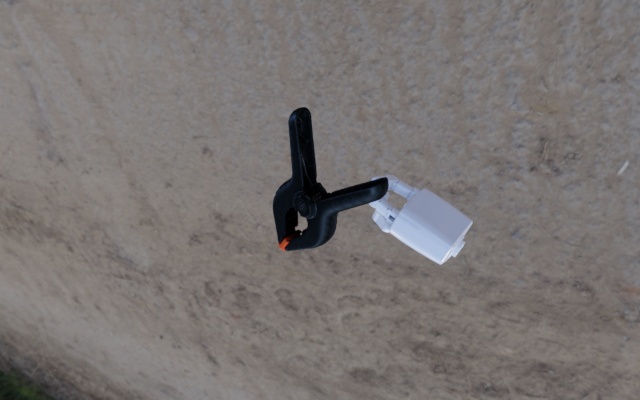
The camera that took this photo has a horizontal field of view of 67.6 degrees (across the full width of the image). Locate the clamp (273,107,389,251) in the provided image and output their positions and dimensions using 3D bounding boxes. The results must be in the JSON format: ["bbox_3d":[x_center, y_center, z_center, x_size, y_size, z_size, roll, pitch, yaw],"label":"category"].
[{"bbox_3d":[0.000,0.002,0.496,0.039,0.172,0.120,-29,59,-38],"label":"clamp"}]
